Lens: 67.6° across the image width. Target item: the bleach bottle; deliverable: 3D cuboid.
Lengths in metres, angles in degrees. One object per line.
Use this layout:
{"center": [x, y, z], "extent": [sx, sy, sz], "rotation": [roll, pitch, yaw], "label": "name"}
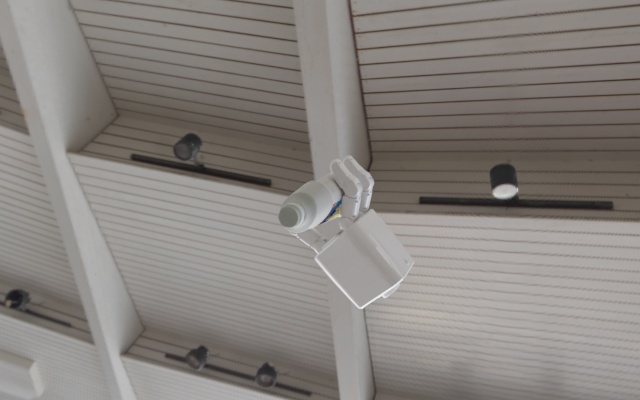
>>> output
{"center": [0.000, 0.002, 0.722], "extent": [0.102, 0.068, 0.251], "rotation": [-45, -7, 24], "label": "bleach bottle"}
